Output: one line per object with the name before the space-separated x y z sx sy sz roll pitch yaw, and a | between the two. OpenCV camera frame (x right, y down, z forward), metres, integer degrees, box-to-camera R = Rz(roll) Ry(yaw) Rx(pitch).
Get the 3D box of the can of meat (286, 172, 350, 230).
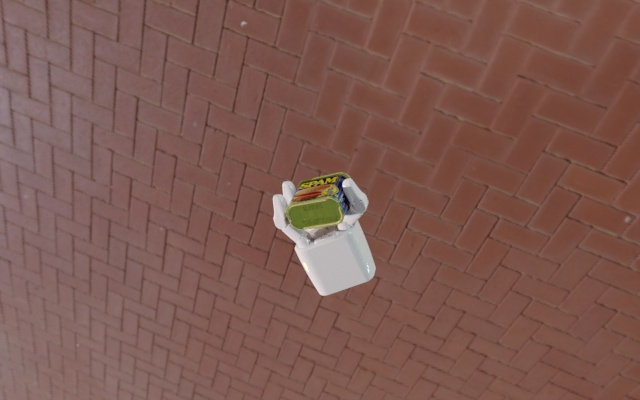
can of meat | 0.000 0.003 0.801 0.102 0.057 0.084 -11 27 22
